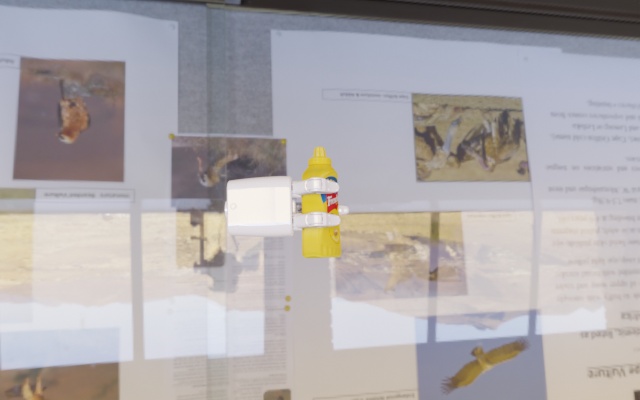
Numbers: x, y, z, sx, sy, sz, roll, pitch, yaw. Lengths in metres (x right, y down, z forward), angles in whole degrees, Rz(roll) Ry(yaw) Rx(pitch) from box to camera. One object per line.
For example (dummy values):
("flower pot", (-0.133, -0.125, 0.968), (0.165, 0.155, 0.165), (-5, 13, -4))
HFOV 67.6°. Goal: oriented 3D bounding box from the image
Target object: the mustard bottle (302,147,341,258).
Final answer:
("mustard bottle", (0.000, 0.003, 0.823), (0.058, 0.191, 0.096), (-5, -8, 25))
